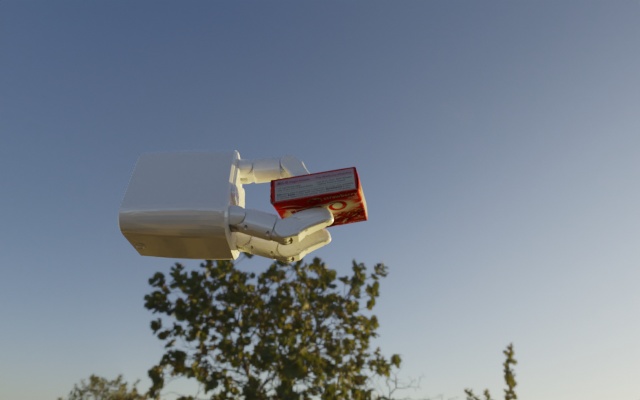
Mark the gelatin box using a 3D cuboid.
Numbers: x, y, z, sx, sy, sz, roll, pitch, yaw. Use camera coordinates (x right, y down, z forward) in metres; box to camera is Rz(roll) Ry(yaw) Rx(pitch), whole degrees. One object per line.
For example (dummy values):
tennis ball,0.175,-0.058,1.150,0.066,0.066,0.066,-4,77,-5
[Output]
gelatin box,0.000,0.001,0.494,0.089,0.030,0.073,-10,-28,8
